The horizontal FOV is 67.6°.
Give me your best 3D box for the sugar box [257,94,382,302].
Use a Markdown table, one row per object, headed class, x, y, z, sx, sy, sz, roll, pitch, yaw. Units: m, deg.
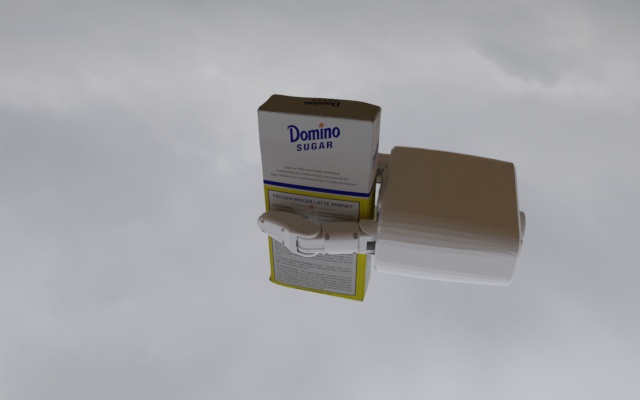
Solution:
| class | x | y | z | sx | sy | sz | roll | pitch | yaw |
| --- | --- | --- | --- | --- | --- | --- | --- | --- | --- |
| sugar box | 0.000 | 0.001 | 0.412 | 0.093 | 0.176 | 0.048 | 9 | 30 | 13 |
